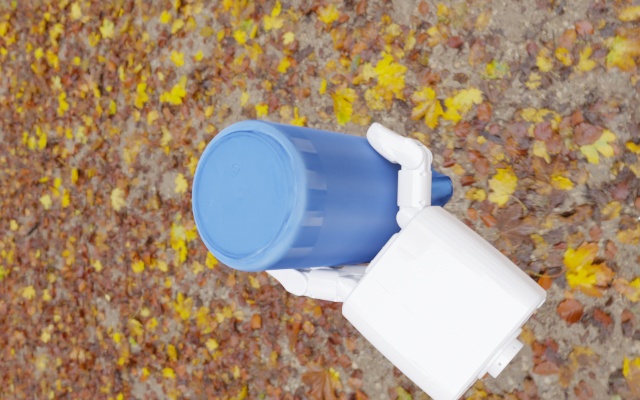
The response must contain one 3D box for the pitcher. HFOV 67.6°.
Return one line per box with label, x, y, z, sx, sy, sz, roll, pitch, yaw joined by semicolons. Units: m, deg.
pitcher;0.000;0.001;0.436;0.145;0.149;0.243;41;20;27
